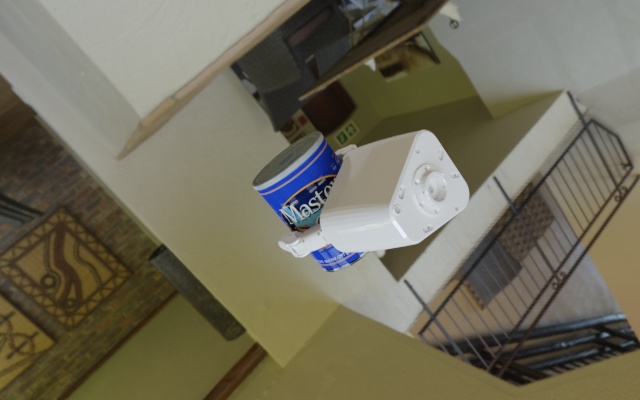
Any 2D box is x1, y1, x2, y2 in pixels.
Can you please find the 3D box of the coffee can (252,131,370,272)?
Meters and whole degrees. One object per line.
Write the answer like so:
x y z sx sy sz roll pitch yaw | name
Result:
0.000 0.002 0.585 0.103 0.140 0.102 -34 18 13 | coffee can
